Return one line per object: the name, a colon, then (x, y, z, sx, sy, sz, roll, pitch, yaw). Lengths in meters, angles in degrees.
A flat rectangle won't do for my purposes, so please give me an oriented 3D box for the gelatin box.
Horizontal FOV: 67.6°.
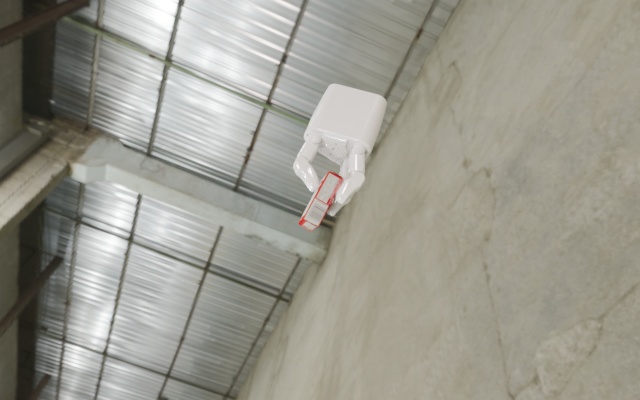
gelatin box: (0.000, 0.003, 0.764, 0.030, 0.089, 0.073, 29, -13, -4)
